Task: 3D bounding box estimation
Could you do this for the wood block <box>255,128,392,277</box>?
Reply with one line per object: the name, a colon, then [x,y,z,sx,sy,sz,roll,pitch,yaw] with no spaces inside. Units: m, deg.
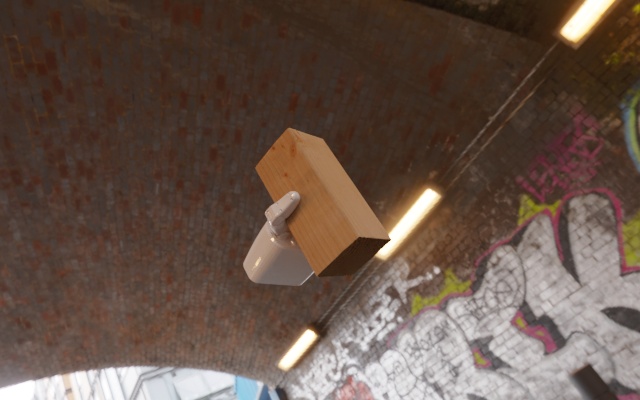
wood block: [0.000,0.002,0.708,0.090,0.206,0.091,-46,-30,25]
